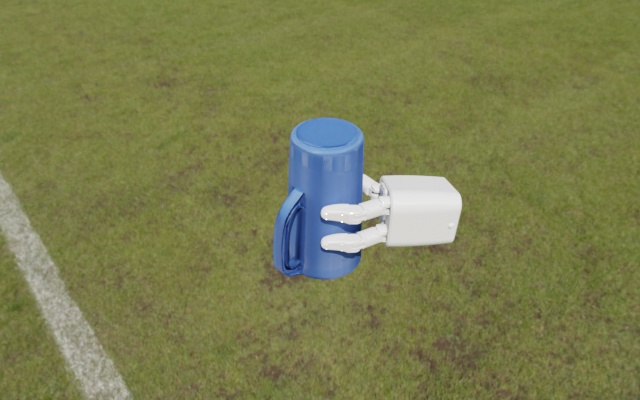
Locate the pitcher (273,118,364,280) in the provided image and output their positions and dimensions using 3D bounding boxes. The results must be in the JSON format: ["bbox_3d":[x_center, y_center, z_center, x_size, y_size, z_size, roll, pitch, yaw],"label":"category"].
[{"bbox_3d":[0.000,0.002,0.754,0.145,0.243,0.149,1,36,-1],"label":"pitcher"}]
